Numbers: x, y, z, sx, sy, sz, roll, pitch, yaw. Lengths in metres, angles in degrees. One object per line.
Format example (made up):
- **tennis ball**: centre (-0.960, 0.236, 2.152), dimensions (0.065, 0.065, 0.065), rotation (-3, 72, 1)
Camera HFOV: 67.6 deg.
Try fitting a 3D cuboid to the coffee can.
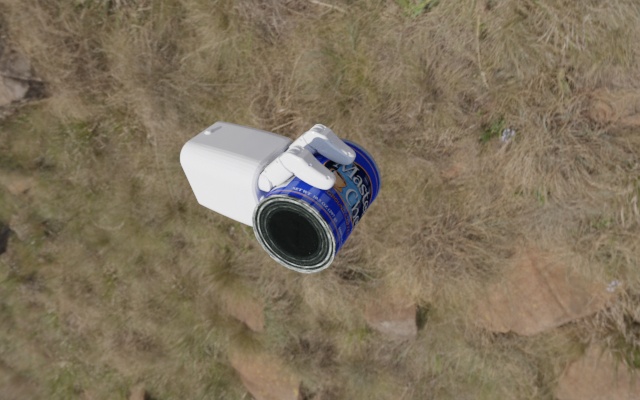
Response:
- **coffee can**: centre (0.000, 0.002, 0.563), dimensions (0.103, 0.103, 0.140), rotation (0, 31, 31)
